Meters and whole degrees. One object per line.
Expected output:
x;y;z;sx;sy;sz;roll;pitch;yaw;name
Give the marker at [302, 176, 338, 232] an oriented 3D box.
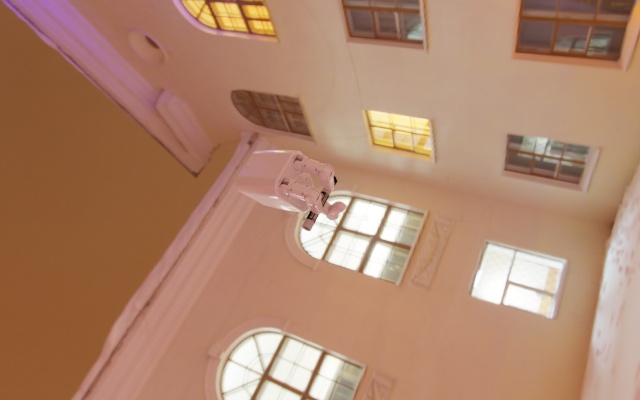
0.000;0.003;0.870;0.020;0.121;0.020;22;-28;12;marker
